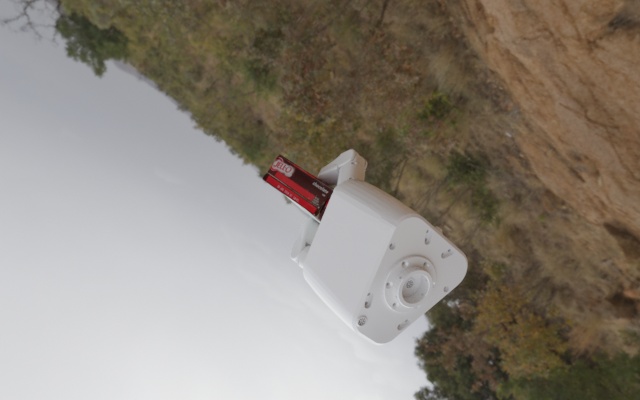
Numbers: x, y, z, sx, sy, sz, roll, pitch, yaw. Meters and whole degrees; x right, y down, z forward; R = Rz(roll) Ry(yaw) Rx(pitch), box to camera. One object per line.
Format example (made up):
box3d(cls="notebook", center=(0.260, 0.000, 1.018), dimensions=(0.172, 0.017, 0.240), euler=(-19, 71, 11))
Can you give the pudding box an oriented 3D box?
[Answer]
box3d(cls="pudding box", center=(0.000, 0.002, 0.534), dimensions=(0.090, 0.039, 0.113), euler=(35, -3, 34))
